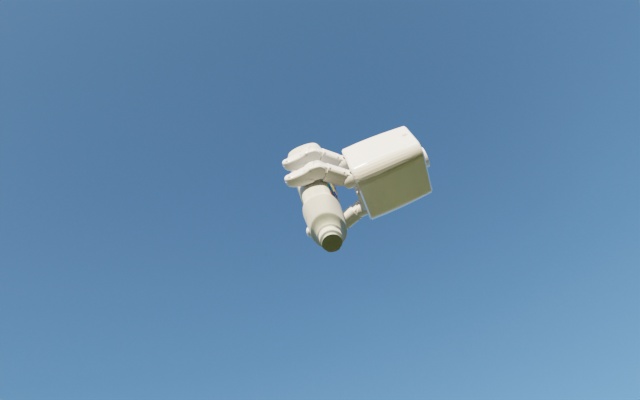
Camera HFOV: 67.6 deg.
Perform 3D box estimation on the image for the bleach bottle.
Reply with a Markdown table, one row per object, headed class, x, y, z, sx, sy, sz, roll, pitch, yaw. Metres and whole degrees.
| class | x | y | z | sx | sy | sz | roll | pitch | yaw |
| --- | --- | --- | --- | --- | --- | --- | --- | --- | --- |
| bleach bottle | 0.000 | 0.002 | 0.731 | 0.068 | 0.103 | 0.250 | -22 | 30 | 3 |
